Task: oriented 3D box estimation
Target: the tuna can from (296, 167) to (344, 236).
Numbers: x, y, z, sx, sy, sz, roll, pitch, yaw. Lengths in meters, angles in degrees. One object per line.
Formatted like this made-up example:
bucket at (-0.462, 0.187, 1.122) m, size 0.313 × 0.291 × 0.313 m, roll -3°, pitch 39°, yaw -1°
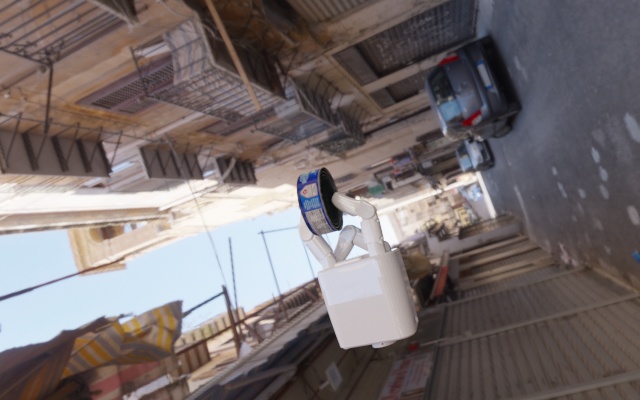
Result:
tuna can at (0.000, 0.002, 0.623) m, size 0.034 × 0.086 × 0.086 m, roll -15°, pitch -4°, yaw 16°
